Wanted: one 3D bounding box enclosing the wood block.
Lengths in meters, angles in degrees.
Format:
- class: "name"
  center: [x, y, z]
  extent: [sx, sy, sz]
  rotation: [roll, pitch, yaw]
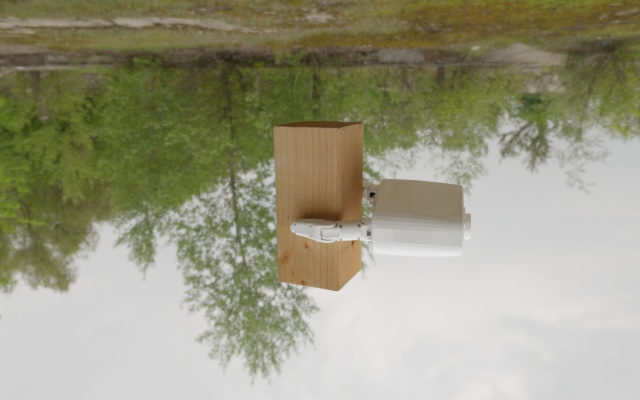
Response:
- class: "wood block"
  center: [0.000, 0.002, 0.631]
  extent: [0.090, 0.206, 0.091]
  rotation: [6, 15, 24]
